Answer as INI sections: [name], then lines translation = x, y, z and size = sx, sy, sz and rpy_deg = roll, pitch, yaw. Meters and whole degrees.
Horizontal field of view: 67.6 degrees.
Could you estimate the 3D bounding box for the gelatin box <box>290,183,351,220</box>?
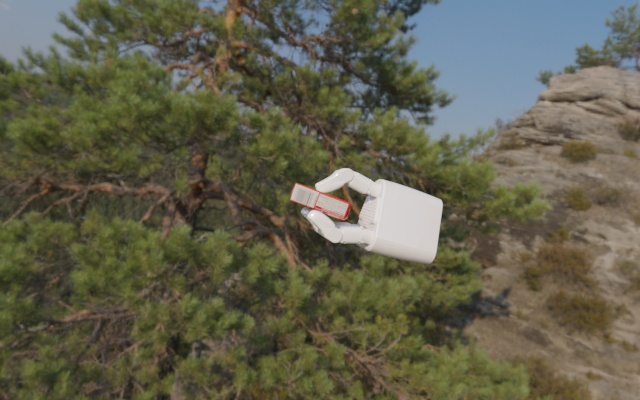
[gelatin box]
translation = 0.000, 0.002, 0.728
size = 0.089, 0.030, 0.073
rpy_deg = 21, 1, 0
